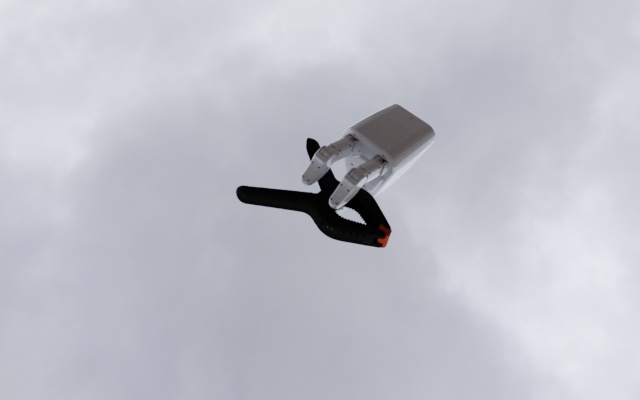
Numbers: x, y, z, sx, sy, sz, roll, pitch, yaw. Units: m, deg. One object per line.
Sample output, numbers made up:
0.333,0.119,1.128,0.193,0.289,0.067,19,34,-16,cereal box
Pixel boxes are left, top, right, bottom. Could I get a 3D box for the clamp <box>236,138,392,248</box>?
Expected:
0.001,0.003,0.658,0.164,0.036,0.210,-34,60,-32,clamp
